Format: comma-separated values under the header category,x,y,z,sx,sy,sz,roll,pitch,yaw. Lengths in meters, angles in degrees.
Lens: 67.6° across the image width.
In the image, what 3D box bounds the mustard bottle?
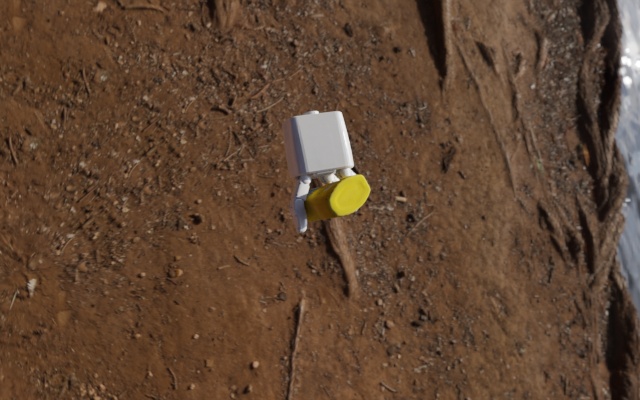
category,x,y,z,sx,sy,sz,roll,pitch,yaw
mustard bottle,0.000,0.003,0.881,0.096,0.058,0.191,-39,13,-31
